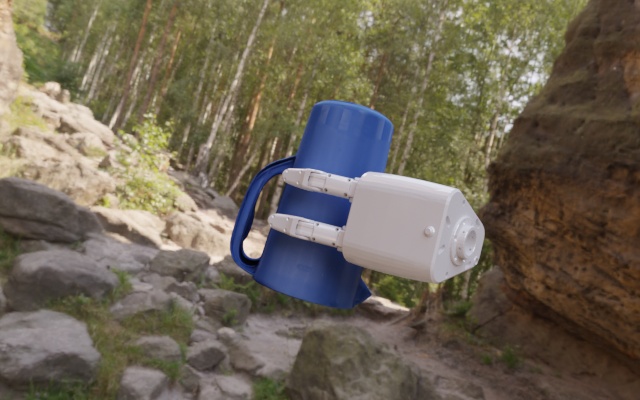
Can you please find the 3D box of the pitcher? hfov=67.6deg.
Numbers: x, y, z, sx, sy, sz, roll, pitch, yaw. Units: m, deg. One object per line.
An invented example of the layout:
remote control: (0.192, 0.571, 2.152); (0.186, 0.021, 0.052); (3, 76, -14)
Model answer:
pitcher: (0.000, 0.002, 0.601); (0.145, 0.243, 0.149); (12, -5, 41)
